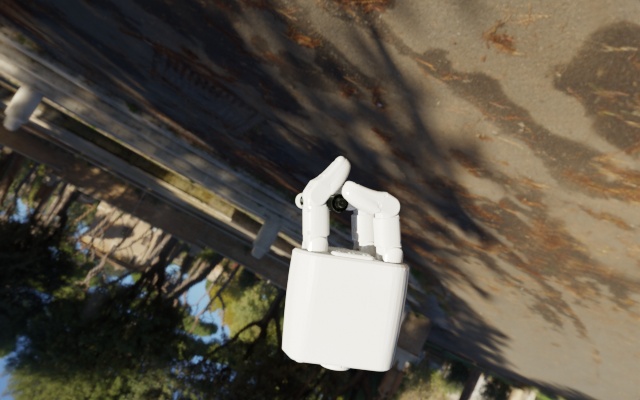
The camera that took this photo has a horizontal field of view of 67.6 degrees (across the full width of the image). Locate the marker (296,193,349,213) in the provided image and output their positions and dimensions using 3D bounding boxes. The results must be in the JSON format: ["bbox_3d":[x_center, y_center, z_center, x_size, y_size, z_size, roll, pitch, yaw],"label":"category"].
[{"bbox_3d":[0.000,0.002,0.516,0.020,0.020,0.121,0,1,-21],"label":"marker"}]
